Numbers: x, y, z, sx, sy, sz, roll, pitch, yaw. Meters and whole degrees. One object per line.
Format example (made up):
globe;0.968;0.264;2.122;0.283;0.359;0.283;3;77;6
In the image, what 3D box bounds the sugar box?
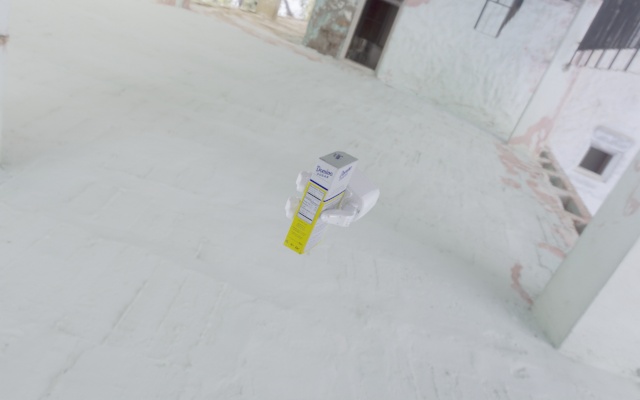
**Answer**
sugar box;0.000;0.003;0.832;0.048;0.176;0.093;28;23;17
